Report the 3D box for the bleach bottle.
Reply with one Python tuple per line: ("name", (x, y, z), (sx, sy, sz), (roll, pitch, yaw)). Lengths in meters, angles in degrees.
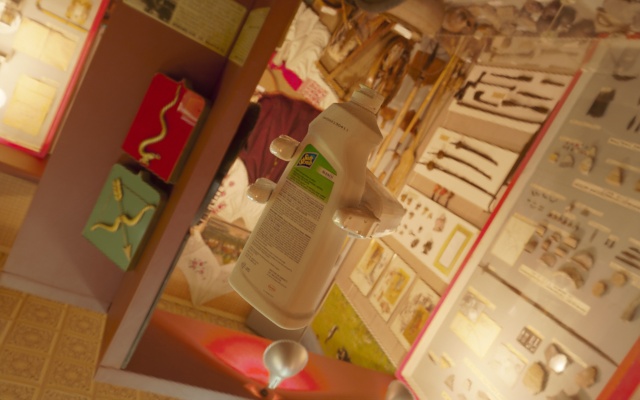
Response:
("bleach bottle", (0.000, 0.002, 0.500), (0.102, 0.251, 0.068), (33, 10, 25))
